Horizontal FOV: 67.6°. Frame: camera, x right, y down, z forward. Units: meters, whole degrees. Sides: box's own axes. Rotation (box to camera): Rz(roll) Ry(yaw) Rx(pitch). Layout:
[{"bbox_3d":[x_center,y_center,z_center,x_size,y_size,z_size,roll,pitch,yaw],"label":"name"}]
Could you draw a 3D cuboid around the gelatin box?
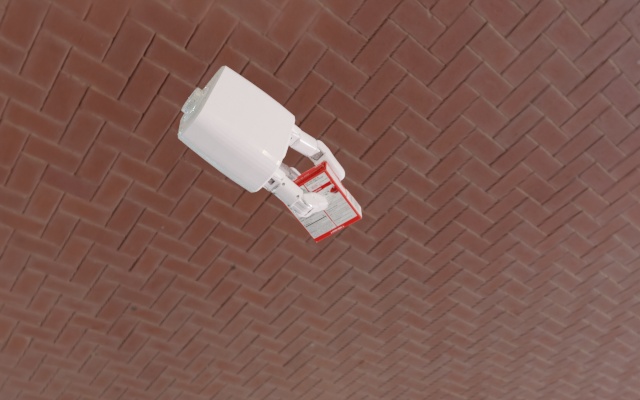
[{"bbox_3d":[0.000,0.003,0.622,0.073,0.089,0.030,-30,25,18],"label":"gelatin box"}]
